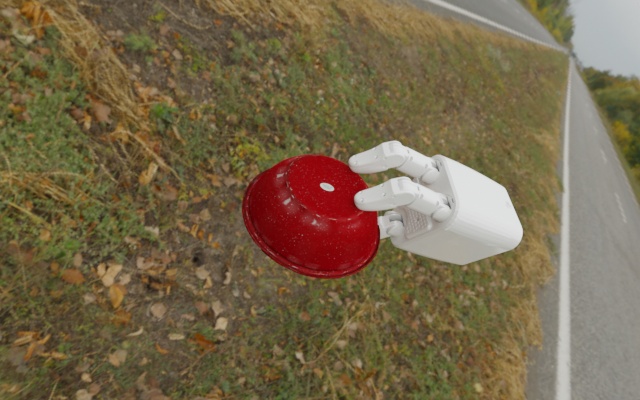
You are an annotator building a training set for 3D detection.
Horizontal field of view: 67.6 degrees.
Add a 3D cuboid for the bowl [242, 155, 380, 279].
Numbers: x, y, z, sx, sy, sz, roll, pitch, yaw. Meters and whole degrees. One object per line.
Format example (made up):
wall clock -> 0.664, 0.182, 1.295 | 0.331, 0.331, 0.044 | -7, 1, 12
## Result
bowl -> -0.001, 0.001, 0.513 | 0.162, 0.162, 0.055 | 0, -40, -24
